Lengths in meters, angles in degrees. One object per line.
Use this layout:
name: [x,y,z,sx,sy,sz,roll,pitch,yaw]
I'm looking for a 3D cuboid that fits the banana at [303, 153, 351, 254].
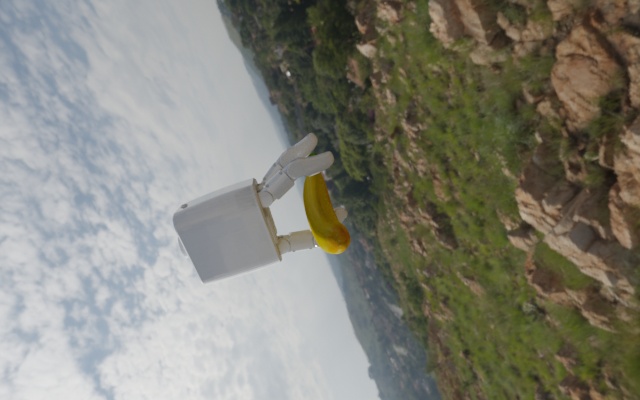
banana: [0.003,0.016,0.571,0.037,0.070,0.197,-14,33,-5]
